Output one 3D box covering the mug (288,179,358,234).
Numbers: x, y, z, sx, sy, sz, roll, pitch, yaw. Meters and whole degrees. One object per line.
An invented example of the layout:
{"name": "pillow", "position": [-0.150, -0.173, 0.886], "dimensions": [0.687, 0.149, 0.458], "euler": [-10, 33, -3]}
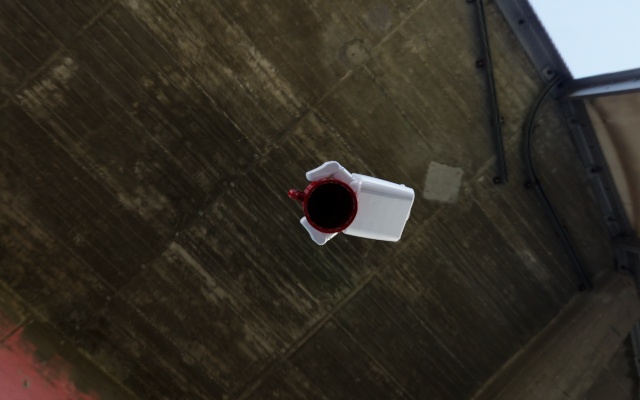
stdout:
{"name": "mug", "position": [-0.001, 0.002, 0.835], "dimensions": [0.117, 0.093, 0.081], "euler": [13, 5, -10]}
